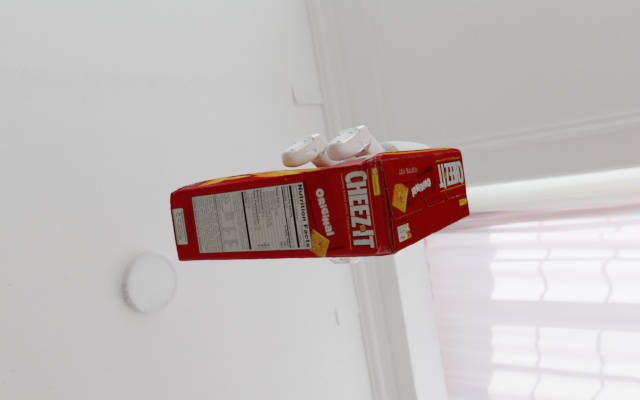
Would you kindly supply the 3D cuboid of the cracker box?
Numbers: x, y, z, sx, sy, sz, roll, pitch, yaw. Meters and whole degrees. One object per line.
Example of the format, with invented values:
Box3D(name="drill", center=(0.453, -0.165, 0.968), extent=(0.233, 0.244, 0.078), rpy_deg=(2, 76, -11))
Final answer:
Box3D(name="cracker box", center=(0.000, 0.002, 0.425), extent=(0.214, 0.072, 0.164), rpy_deg=(-7, 4, 35))
